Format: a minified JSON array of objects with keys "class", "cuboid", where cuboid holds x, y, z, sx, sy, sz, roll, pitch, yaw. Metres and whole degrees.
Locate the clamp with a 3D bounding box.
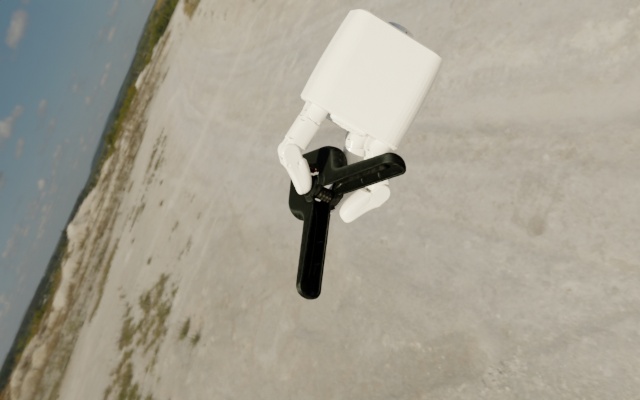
[{"class":"clamp","cuboid":[-0.001,0.001,0.528,0.036,0.164,0.210,29,6,-25]}]
